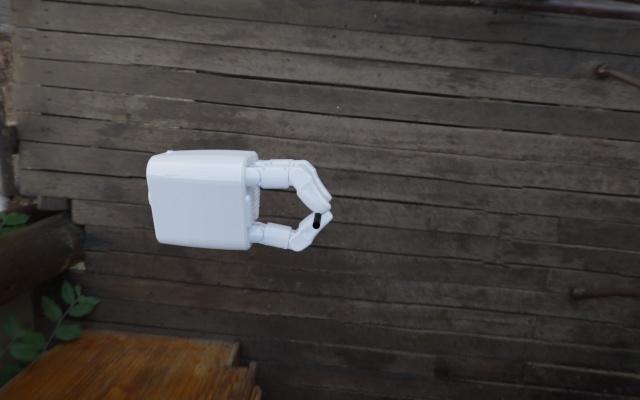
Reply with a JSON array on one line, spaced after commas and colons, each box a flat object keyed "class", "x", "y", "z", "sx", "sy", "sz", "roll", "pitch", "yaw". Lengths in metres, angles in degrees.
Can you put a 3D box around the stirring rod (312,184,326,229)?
[{"class": "stirring rod", "x": 0.000, "y": 0.002, "z": 0.591, "sx": 0.011, "sy": 0.011, "sz": 0.239, "roll": 0, "pitch": 11, "yaw": 2}]
